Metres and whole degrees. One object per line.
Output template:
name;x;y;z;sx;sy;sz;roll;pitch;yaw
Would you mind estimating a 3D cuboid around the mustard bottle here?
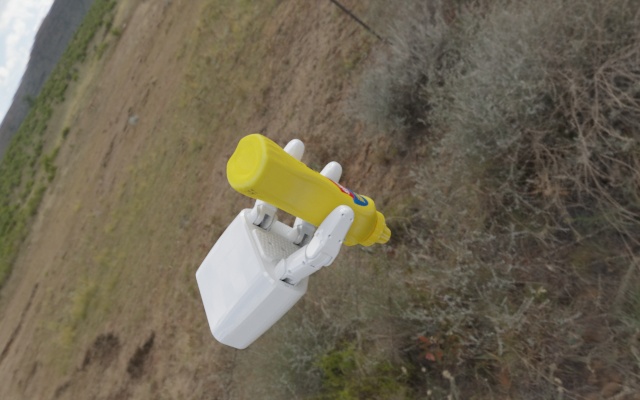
mustard bottle;0.000;0.001;0.498;0.192;0.058;0.096;29;2;-28
